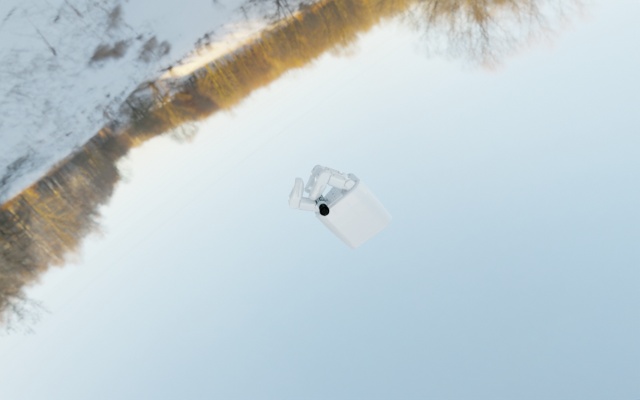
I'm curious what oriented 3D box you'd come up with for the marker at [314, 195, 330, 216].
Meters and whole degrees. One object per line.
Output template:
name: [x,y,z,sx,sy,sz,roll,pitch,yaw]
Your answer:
marker: [0.000,0.003,0.887,0.020,0.020,0.121,0,17,-8]
